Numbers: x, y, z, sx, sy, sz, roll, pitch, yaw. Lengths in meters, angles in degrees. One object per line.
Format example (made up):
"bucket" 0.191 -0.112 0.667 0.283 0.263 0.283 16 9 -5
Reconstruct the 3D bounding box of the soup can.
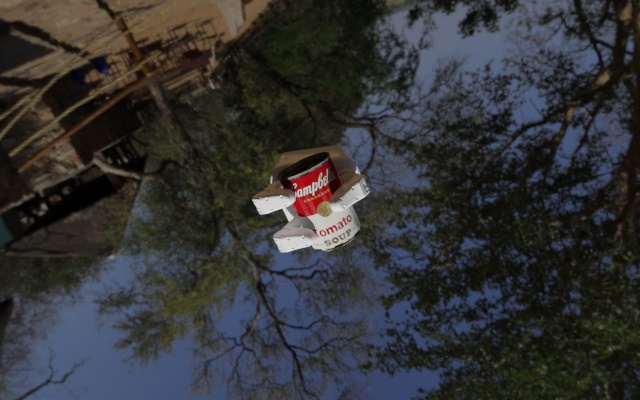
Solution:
"soup can" 0.000 0.002 0.578 0.068 0.102 0.068 -23 17 8
